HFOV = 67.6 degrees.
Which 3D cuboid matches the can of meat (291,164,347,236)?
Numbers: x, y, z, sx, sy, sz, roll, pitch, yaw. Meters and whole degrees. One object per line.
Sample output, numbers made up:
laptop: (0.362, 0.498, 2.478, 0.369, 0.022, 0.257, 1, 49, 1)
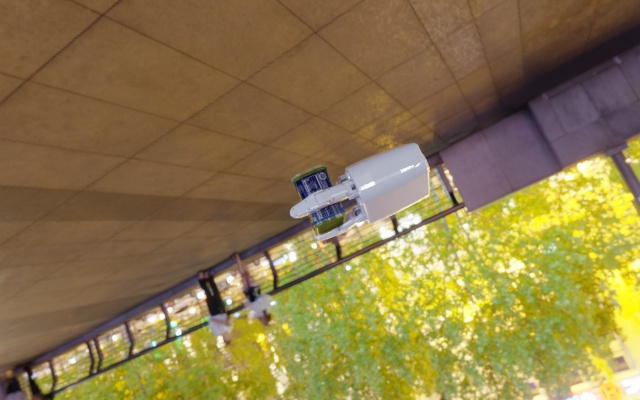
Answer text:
can of meat: (0.000, 0.003, 0.738, 0.057, 0.084, 0.102, -23, -12, -3)
